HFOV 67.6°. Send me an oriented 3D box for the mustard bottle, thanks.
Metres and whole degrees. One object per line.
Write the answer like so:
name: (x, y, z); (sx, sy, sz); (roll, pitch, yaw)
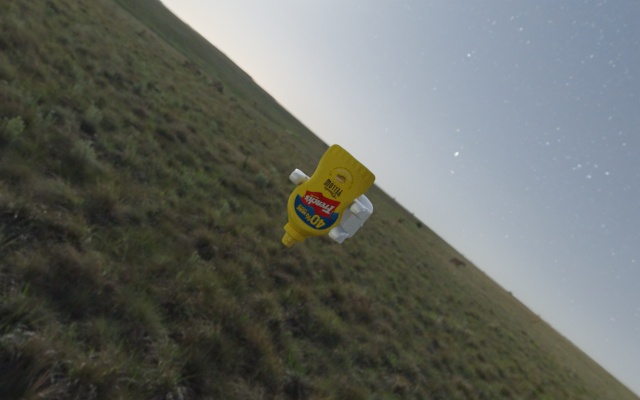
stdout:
mustard bottle: (0.000, 0.002, 0.822); (0.096, 0.191, 0.058); (40, 5, -3)
